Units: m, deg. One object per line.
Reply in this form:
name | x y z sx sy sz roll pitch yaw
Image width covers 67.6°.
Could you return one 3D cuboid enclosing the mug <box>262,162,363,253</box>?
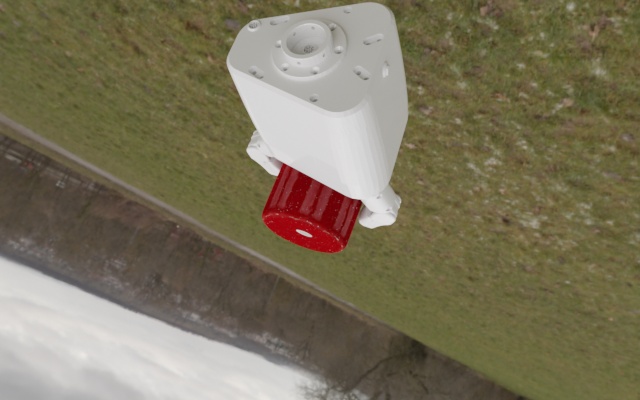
mug | 0.000 0.002 0.451 0.093 0.081 0.117 13 -23 21
